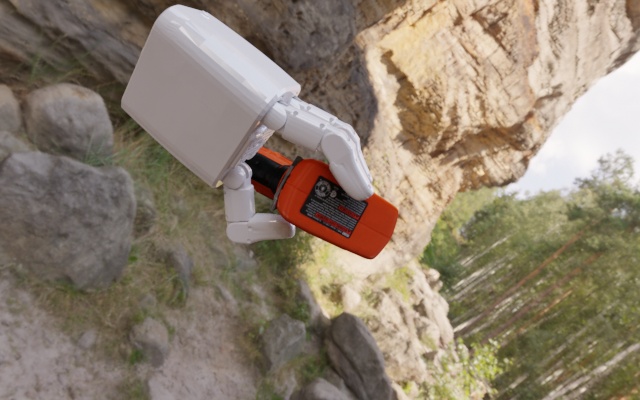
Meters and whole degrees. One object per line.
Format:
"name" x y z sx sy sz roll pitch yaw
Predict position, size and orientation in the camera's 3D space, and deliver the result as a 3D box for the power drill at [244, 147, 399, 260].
"power drill" 0.000 0.001 0.480 0.184 0.057 0.187 26 -1 -22
